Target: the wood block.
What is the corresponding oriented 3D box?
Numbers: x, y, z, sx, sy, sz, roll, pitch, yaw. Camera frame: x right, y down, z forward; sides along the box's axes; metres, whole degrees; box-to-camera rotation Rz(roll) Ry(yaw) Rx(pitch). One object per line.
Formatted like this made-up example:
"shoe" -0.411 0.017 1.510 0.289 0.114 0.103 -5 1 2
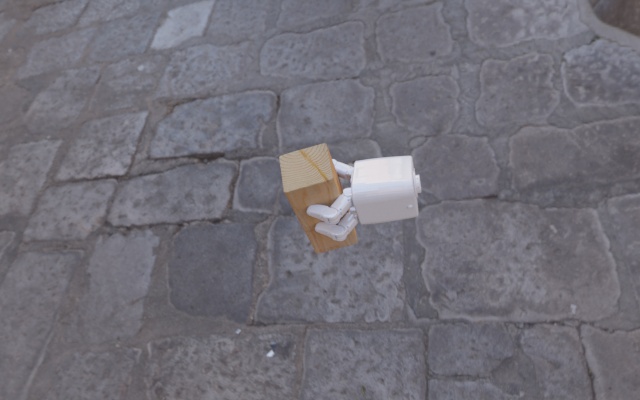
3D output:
"wood block" 0.000 0.003 0.900 0.090 0.090 0.206 -16 -40 6
